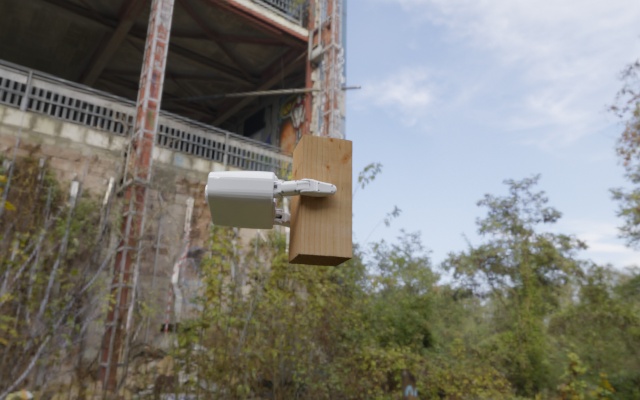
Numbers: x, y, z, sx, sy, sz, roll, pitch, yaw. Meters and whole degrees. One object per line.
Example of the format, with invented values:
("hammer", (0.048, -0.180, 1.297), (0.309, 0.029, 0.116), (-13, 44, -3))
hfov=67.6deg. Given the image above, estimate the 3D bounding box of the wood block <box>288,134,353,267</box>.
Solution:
("wood block", (0.000, 0.002, 0.822), (0.090, 0.206, 0.091), (6, -17, -14))
